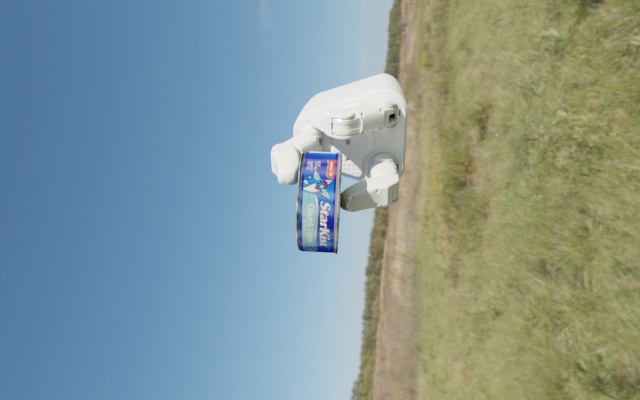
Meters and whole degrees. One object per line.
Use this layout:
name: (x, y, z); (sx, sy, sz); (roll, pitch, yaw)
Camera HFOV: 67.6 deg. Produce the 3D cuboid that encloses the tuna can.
tuna can: (-0.001, 0.001, 0.402); (0.034, 0.086, 0.086); (3, 0, 3)
